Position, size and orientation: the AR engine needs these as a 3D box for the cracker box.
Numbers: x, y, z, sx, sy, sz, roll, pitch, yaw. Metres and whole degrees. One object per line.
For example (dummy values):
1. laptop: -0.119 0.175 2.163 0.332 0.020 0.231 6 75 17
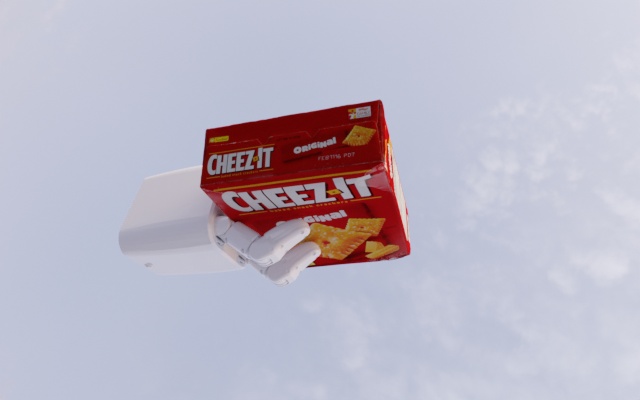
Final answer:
1. cracker box: 0.000 0.002 0.491 0.164 0.072 0.214 -8 -29 13
